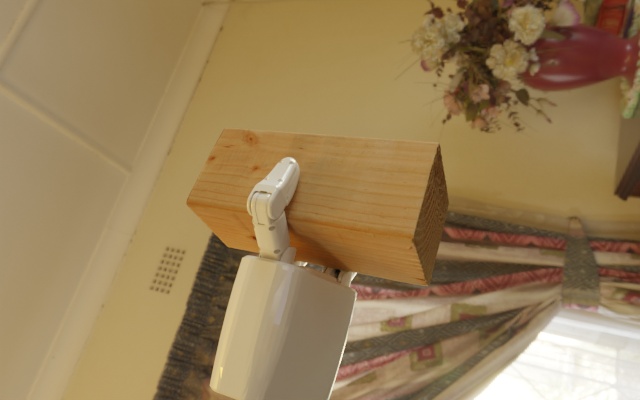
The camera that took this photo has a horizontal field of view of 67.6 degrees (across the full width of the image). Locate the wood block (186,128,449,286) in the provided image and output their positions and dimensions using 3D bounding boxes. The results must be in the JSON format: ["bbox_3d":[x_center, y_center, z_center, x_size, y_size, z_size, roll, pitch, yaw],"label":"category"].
[{"bbox_3d":[0.000,0.002,0.429,0.206,0.090,0.091,8,-29,25],"label":"wood block"}]
